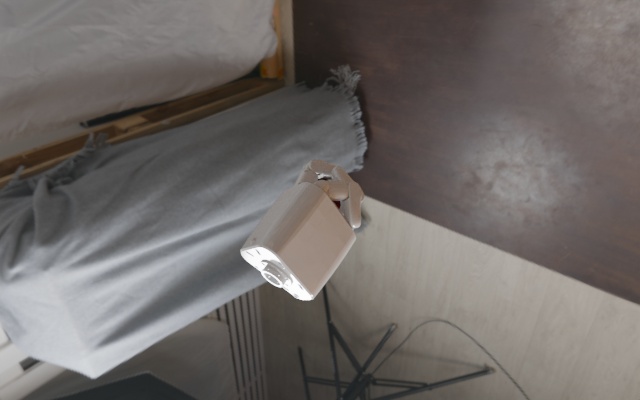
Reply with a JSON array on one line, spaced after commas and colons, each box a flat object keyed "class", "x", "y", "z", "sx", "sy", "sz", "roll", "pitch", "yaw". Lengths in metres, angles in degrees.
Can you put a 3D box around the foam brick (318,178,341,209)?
[{"class": "foam brick", "x": 0.000, "y": 0.002, "z": 0.708, "sx": 0.053, "sy": 0.051, "sz": 0.078, "roll": 25, "pitch": -12, "yaw": -22}]
